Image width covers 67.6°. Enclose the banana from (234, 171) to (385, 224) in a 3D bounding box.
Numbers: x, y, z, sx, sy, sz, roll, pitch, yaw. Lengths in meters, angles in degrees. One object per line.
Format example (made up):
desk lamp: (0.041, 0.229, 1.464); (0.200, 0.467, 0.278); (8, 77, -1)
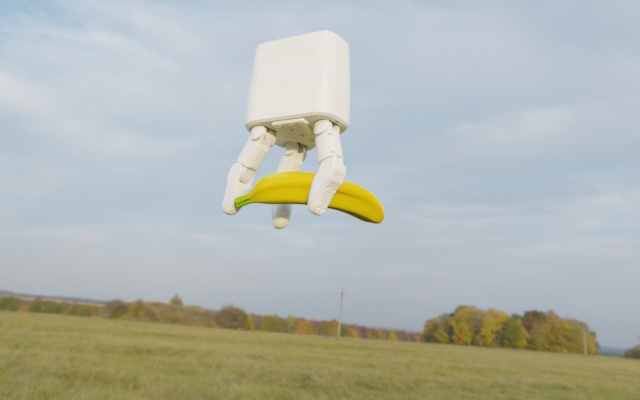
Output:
banana: (0.006, -0.004, 0.551); (0.198, 0.037, 0.070); (9, -20, -27)
